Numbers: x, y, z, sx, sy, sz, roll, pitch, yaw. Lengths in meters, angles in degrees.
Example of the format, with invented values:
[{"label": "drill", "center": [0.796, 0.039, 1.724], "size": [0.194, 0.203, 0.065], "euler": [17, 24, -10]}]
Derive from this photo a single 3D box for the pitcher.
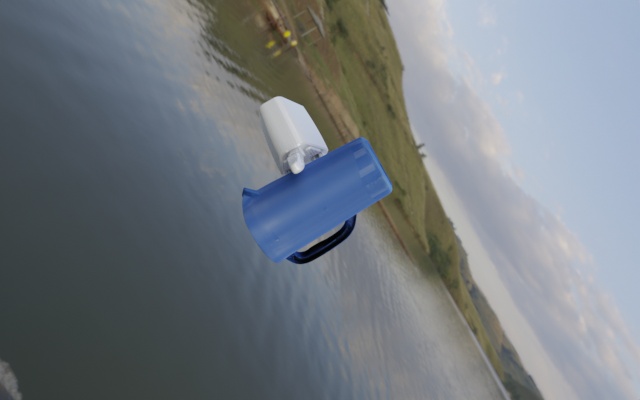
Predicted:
[{"label": "pitcher", "center": [0.000, 0.003, 0.824], "size": [0.243, 0.145, 0.149], "euler": [-29, -17, 8]}]
